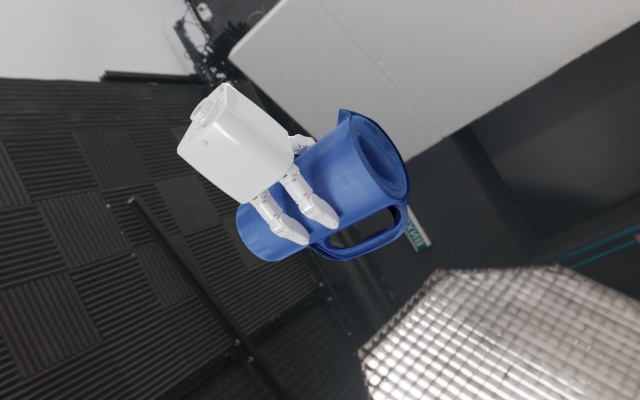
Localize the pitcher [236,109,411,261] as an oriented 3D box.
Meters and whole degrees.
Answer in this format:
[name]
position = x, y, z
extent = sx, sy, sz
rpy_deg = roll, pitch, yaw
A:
[pitcher]
position = 0.000, 0.002, 0.677
extent = 0.243, 0.149, 0.145
rpy_deg = -32, -54, 30
